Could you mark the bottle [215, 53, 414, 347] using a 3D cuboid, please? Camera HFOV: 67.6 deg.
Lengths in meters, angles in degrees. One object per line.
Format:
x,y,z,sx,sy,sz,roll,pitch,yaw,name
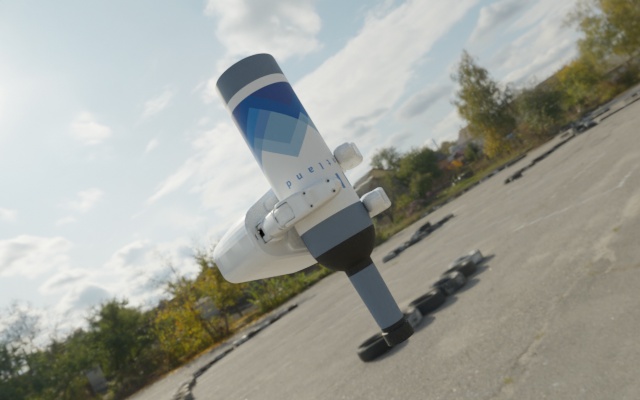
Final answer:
0.000,0.001,0.454,0.069,0.295,0.069,-30,-6,-4,bottle
